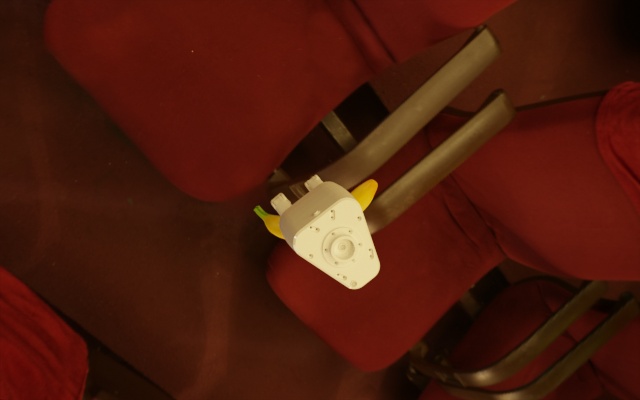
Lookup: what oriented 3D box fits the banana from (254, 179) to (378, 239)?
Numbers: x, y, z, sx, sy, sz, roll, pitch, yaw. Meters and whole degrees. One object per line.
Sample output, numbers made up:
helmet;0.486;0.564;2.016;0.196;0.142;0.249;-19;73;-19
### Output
banana;0.001;0.021;0.740;0.198;0.069;0.037;-13;6;-8
